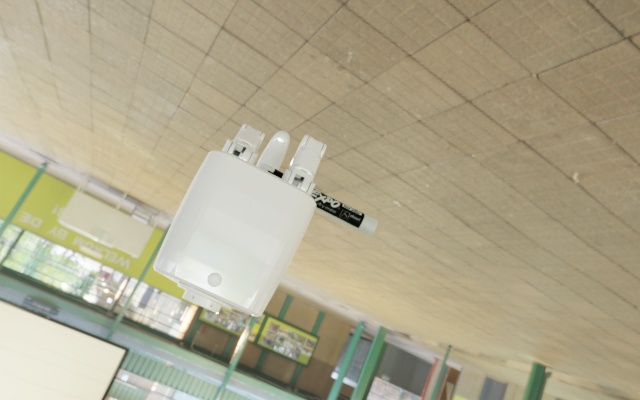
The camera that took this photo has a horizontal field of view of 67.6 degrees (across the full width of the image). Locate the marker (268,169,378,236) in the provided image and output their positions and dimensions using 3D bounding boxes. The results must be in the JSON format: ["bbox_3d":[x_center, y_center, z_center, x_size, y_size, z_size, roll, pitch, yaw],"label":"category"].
[{"bbox_3d":[0.000,0.002,0.476,0.121,0.020,0.020,27,-4,-7],"label":"marker"}]
